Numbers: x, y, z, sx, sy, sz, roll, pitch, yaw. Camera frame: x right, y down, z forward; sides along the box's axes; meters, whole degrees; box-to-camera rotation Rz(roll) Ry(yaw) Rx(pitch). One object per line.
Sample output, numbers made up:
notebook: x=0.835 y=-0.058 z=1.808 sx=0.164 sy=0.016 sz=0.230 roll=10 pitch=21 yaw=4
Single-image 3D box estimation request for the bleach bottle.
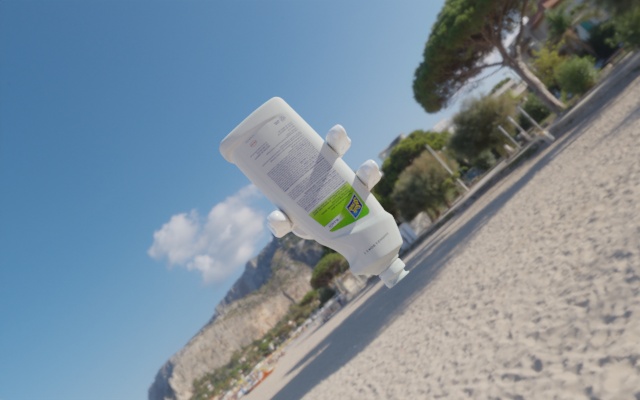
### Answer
bleach bottle: x=0.000 y=0.002 z=0.553 sx=0.102 sy=0.251 sz=0.068 roll=-41 pitch=-10 yaw=0
